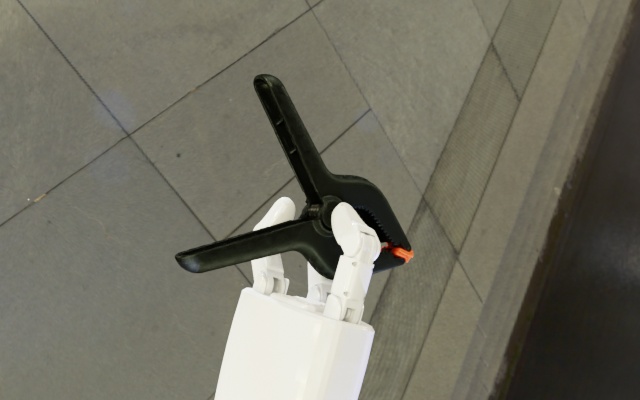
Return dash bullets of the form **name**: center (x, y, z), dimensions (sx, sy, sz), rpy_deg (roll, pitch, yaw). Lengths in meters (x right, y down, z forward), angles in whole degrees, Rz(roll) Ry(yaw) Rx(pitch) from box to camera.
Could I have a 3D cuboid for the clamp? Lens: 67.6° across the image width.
- **clamp**: center (0.001, 0.002, 0.408), dimensions (0.210, 0.164, 0.036), rpy_deg (20, -7, -30)
